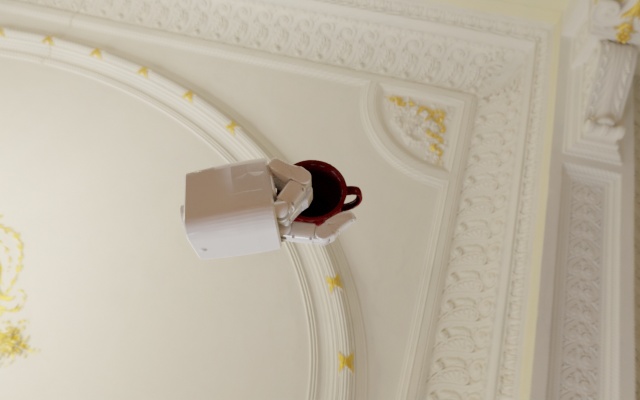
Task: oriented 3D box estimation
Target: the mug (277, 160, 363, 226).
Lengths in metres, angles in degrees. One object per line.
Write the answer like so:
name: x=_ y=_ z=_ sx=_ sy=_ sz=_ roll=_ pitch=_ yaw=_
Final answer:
mug: x=0.002 y=0.002 z=0.663 sx=0.117 sy=0.093 sz=0.081 roll=-9 pitch=-28 yaw=-5
